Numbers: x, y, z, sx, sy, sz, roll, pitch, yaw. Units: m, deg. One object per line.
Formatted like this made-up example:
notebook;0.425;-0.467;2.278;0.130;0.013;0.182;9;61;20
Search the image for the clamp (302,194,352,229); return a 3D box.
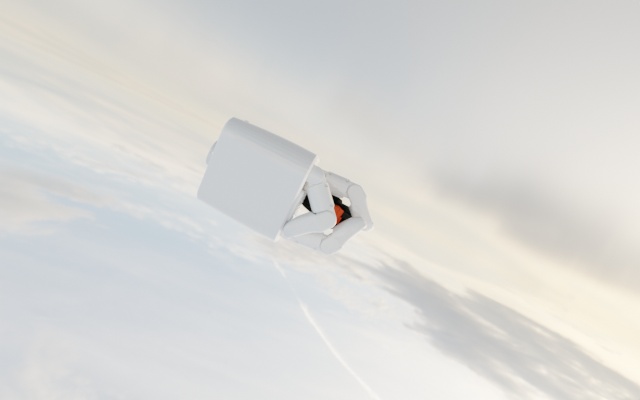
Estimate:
clamp;0.000;0.003;0.635;0.120;0.039;0.171;27;2;1
